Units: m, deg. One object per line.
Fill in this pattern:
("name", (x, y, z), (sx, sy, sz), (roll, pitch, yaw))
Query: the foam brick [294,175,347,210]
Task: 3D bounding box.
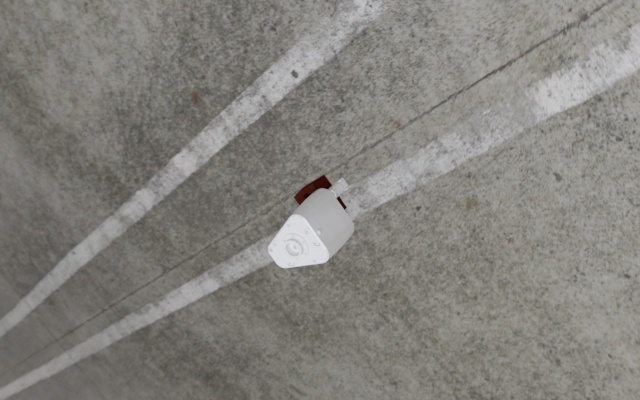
("foam brick", (0.000, 0.003, 0.872), (0.053, 0.078, 0.051), (-32, 6, 33))
